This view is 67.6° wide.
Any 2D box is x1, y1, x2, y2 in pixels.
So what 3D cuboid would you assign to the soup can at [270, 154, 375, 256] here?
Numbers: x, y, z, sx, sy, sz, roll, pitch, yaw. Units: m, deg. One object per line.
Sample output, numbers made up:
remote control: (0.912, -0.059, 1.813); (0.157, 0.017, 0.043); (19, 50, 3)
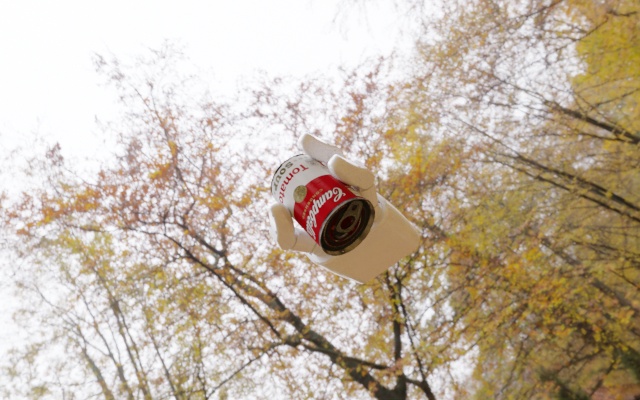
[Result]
soup can: (0.000, 0.001, 0.506); (0.068, 0.068, 0.102); (0, 31, -40)
